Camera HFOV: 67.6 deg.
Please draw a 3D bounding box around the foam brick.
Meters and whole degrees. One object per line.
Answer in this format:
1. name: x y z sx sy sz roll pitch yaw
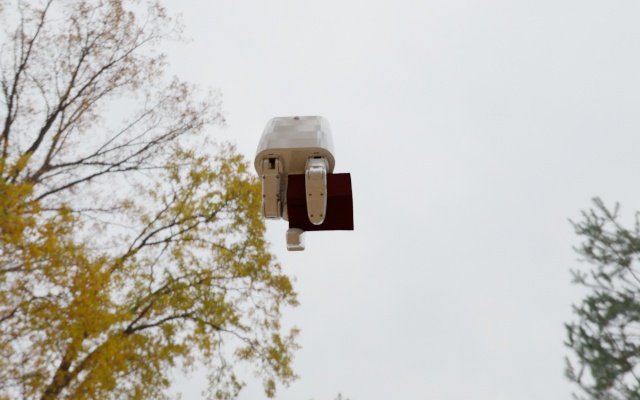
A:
1. foam brick: 0.000 0.002 0.566 0.078 0.053 0.051 -1 34 1
